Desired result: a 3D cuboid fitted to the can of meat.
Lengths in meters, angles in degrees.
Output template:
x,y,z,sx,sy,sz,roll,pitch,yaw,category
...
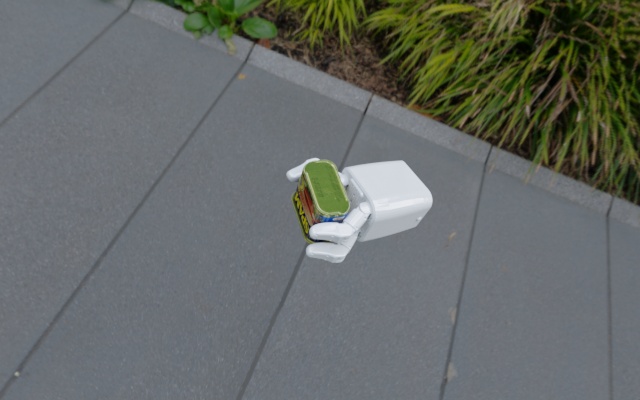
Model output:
x,y,z,sx,sy,sz,roll,pitch,yaw,category
0.000,0.002,0.711,0.057,0.102,0.084,-8,-30,-20,can of meat
